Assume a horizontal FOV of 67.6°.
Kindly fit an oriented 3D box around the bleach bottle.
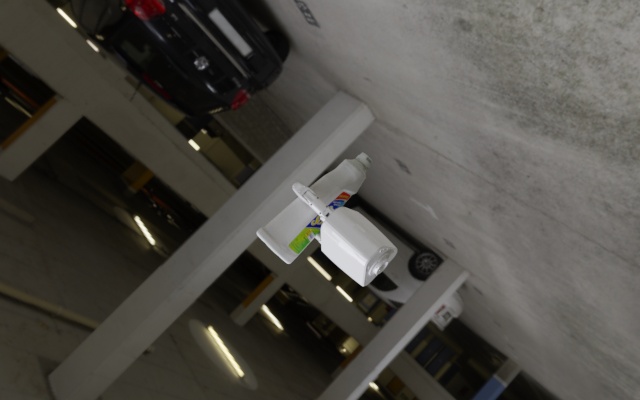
[{"bbox_3d":[0.000,0.003,0.895,0.068,0.251,0.103,42,-7,25],"label":"bleach bottle"}]
